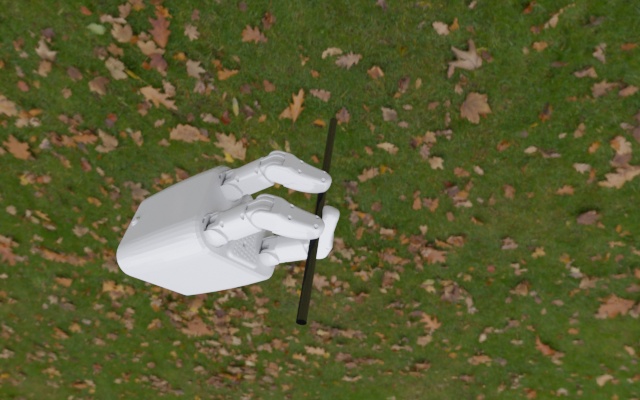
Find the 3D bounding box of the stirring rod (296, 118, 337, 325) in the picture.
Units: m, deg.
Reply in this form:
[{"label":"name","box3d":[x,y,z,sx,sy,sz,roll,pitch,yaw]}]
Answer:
[{"label":"stirring rod","box3d":[0.000,0.001,0.425,0.011,0.239,0.011,5,-44,5]}]
